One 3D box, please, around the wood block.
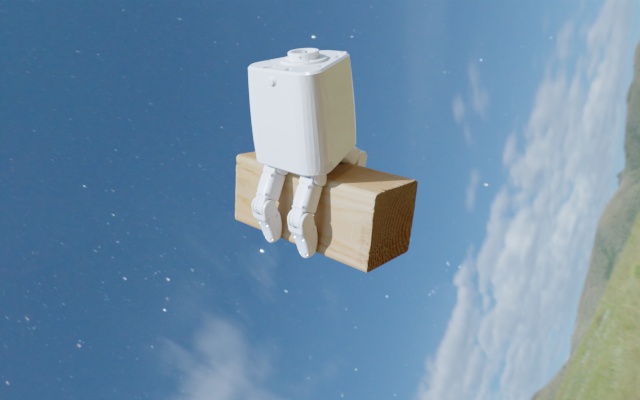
[{"bbox_3d":[0.000,0.001,0.575,0.206,0.090,0.091,18,23,36],"label":"wood block"}]
